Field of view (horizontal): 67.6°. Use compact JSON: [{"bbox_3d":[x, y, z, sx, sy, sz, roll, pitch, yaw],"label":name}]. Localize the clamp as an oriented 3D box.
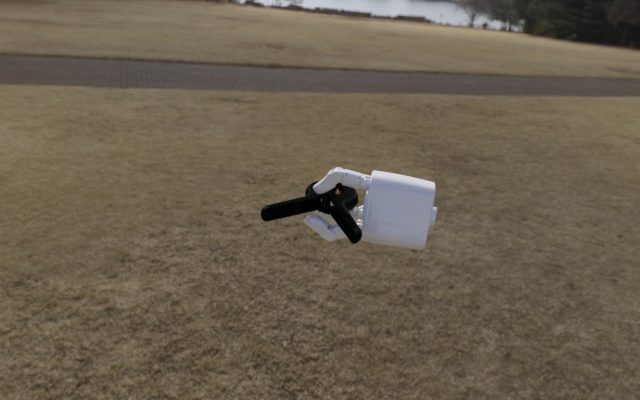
[{"bbox_3d":[0.001,0.002,0.818,0.164,0.036,0.210,11,26,7],"label":"clamp"}]
